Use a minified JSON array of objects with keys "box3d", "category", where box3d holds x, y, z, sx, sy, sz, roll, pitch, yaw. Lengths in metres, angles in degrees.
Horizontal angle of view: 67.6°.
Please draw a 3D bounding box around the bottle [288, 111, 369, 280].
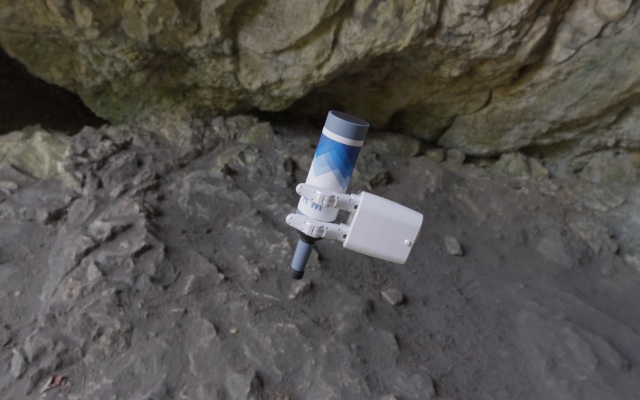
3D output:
[{"box3d":[0.000,0.002,0.793,0.069,0.296,0.069,17,21,-6],"category":"bottle"}]
